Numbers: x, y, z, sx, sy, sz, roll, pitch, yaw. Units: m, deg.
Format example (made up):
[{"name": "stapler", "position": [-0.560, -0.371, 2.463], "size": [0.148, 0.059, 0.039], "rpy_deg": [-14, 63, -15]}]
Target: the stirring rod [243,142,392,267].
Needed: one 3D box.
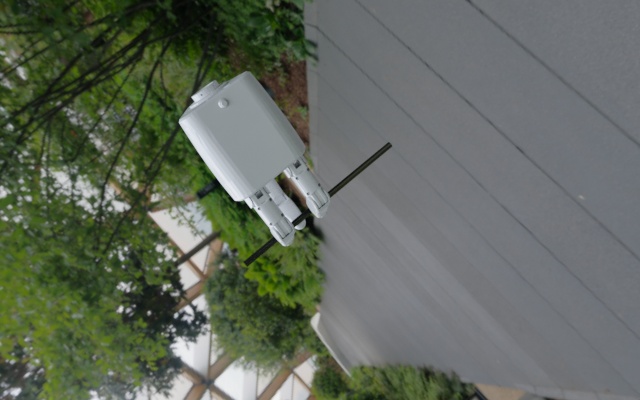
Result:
[{"name": "stirring rod", "position": [0.000, 0.002, 0.599], "size": [0.239, 0.011, 0.011], "rpy_deg": [-40, 9, -12]}]
